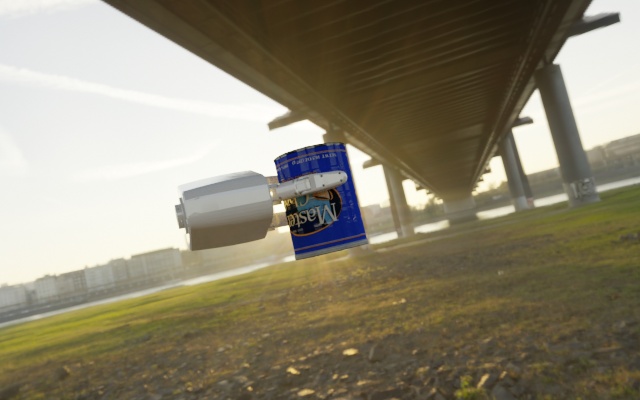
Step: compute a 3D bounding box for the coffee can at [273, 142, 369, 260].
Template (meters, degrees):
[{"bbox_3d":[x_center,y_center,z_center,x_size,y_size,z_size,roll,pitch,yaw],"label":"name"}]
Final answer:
[{"bbox_3d":[0.000,0.002,0.655,0.103,0.140,0.103,-13,-5,-1],"label":"coffee can"}]
